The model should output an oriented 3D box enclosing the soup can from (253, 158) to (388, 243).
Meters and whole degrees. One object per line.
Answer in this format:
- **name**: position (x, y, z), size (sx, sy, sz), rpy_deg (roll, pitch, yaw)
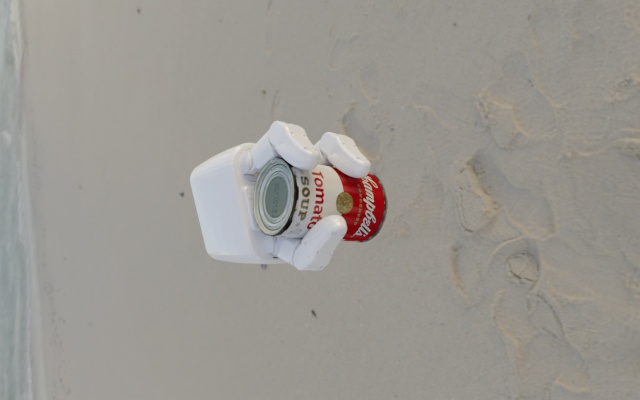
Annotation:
- **soup can**: position (0.000, 0.001, 0.425), size (0.102, 0.068, 0.068), rpy_deg (7, -4, -37)
